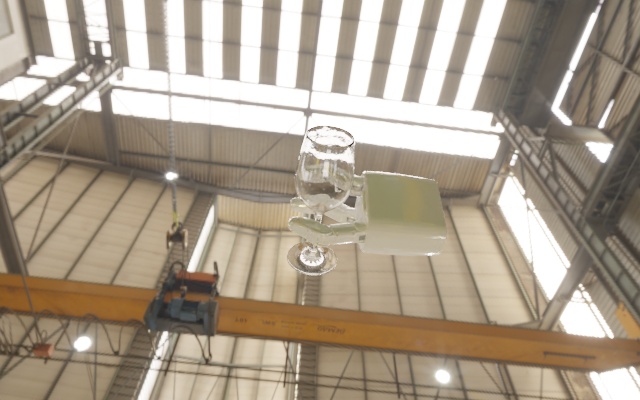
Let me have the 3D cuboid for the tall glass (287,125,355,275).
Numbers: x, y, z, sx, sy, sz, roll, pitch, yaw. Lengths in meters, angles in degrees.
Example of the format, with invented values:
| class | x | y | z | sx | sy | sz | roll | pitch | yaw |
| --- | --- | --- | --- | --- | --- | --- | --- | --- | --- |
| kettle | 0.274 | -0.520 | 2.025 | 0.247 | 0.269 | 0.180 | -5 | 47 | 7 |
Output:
| class | x | y | z | sx | sy | sz | roll | pitch | yaw |
| --- | --- | --- | --- | --- | --- | --- | --- | --- | --- |
| tall glass | 0.000 | 0.003 | 0.647 | 0.079 | 0.201 | 0.079 | 6 | 33 | -4 |
